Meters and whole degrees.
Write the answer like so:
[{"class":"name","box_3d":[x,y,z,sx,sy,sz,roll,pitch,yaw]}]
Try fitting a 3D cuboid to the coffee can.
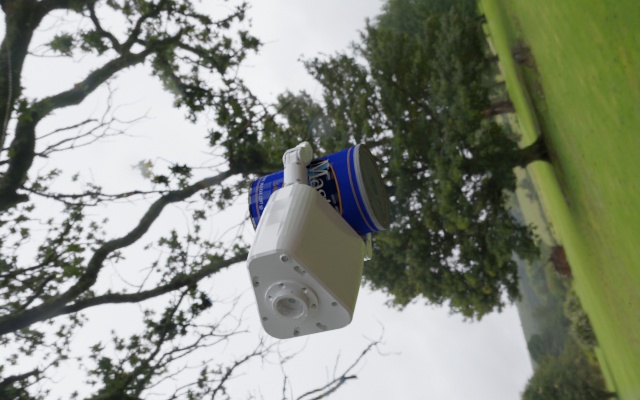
[{"class":"coffee can","box_3d":[0.000,0.002,0.569,0.140,0.103,0.103,-16,-6,19]}]
